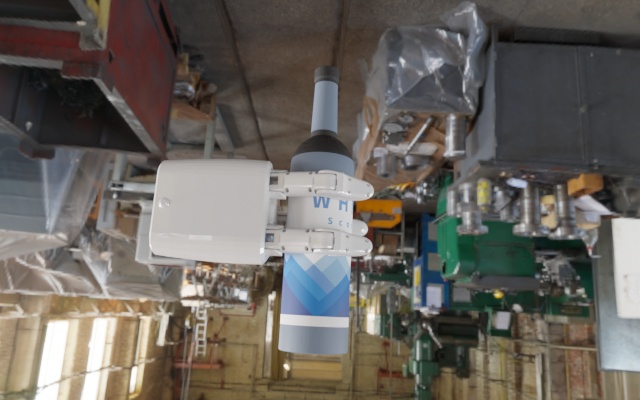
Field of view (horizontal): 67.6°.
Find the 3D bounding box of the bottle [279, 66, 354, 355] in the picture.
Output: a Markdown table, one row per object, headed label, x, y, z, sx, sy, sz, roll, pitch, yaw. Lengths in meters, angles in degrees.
| label | x | y | z | sx | sy | sz | roll | pitch | yaw |
| --- | --- | --- | --- | --- | --- | --- | --- | --- | --- |
| bottle | 0.000 | 0.002 | 0.491 | 0.069 | 0.295 | 0.069 | 3 | -13 | 1 |
